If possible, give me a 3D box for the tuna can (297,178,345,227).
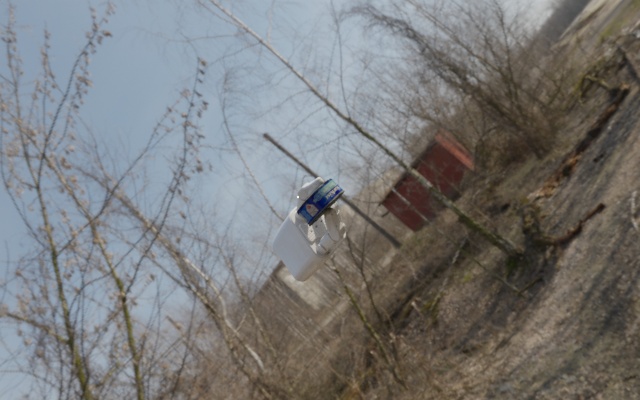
[{"bbox_3d":[0.000,0.002,0.815,0.086,0.034,0.086,-45,-4,-4],"label":"tuna can"}]
